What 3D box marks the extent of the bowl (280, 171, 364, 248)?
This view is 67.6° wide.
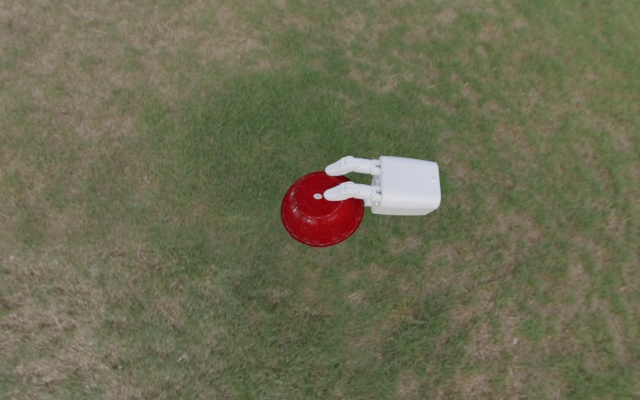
[{"bbox_3d":[-0.001,0.003,0.887,0.162,0.162,0.055,0,-28,8],"label":"bowl"}]
